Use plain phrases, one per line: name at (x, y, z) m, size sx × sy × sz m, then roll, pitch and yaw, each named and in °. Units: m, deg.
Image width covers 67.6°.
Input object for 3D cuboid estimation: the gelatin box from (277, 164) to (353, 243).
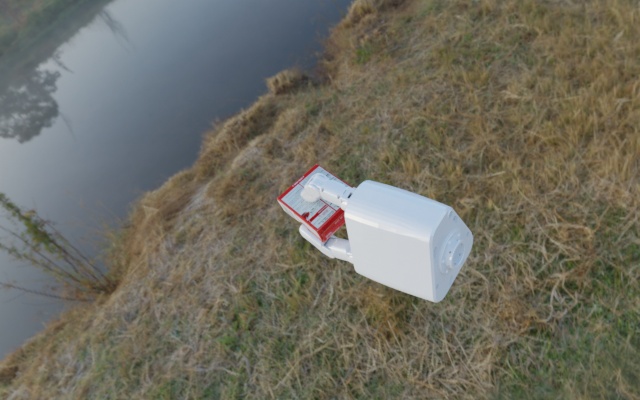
gelatin box at (0.000, 0.002, 0.609) m, size 0.089 × 0.073 × 0.030 m, roll 36°, pitch -17°, yaw 39°
